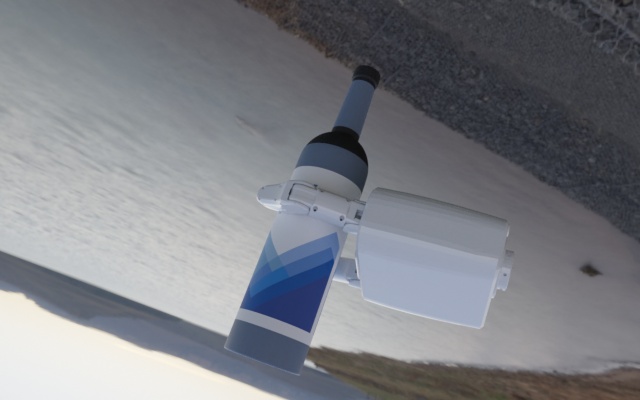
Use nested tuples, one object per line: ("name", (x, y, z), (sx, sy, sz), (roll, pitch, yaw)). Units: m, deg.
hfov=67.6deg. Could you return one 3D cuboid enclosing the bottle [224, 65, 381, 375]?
("bottle", (0.000, 0.002, 0.438), (0.069, 0.295, 0.069), (18, -19, 6))
